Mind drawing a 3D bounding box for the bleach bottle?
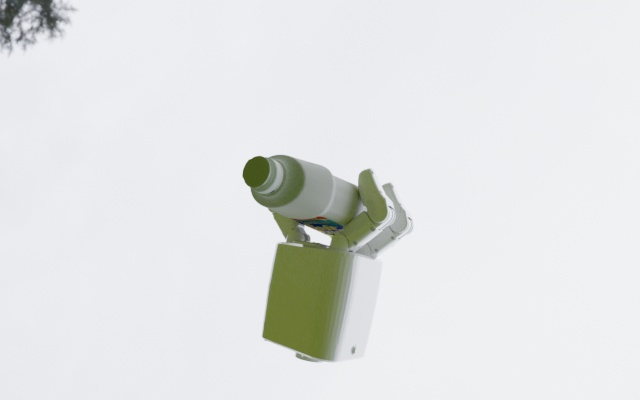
[{"bbox_3d":[0.000,0.002,0.506,0.102,0.068,0.251,7,-9,31],"label":"bleach bottle"}]
